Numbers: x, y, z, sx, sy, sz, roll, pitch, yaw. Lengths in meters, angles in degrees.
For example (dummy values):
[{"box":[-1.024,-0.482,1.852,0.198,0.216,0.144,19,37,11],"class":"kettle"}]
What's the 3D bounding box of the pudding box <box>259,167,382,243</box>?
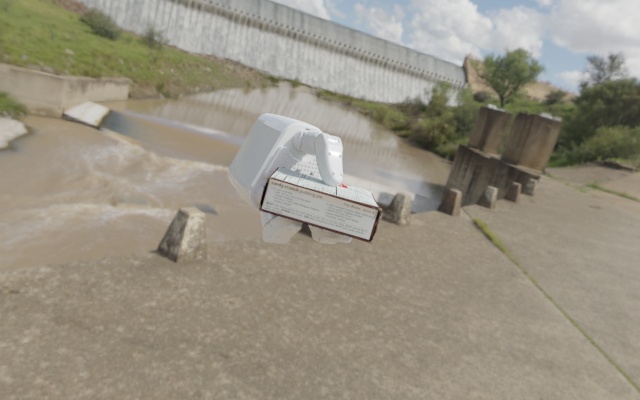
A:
[{"box":[0.000,0.001,0.482,0.113,0.039,0.090,14,11,-2],"class":"pudding box"}]
